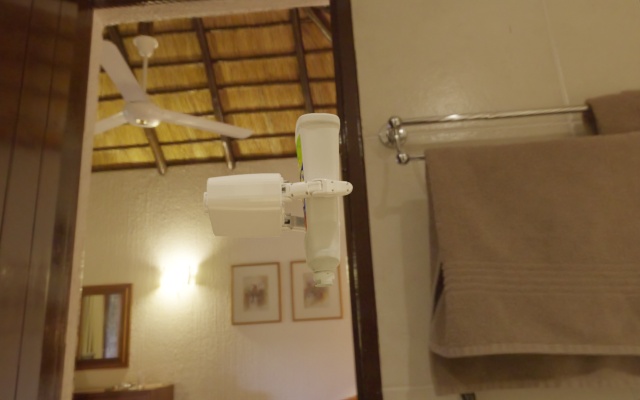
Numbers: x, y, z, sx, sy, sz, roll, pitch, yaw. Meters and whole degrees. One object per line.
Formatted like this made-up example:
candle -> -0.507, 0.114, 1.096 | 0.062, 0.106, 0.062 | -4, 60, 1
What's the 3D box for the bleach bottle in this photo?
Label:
bleach bottle -> 0.000, 0.002, 0.727 | 0.068, 0.250, 0.102 | -1, -16, -7
